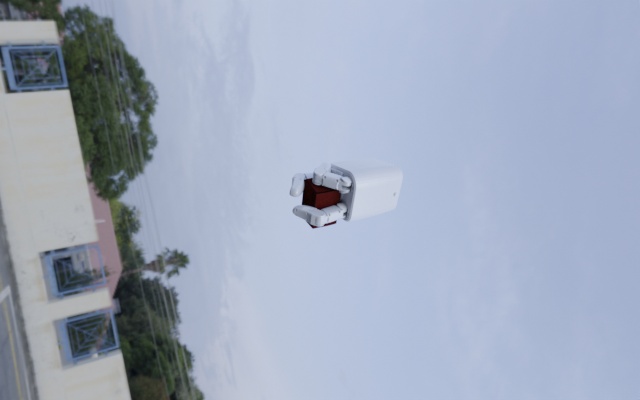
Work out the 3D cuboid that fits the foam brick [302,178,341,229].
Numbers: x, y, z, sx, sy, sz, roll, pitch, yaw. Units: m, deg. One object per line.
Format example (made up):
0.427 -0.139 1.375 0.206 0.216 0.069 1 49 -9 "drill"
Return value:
0.000 0.003 0.861 0.051 0.078 0.053 -11 37 -26 "foam brick"
